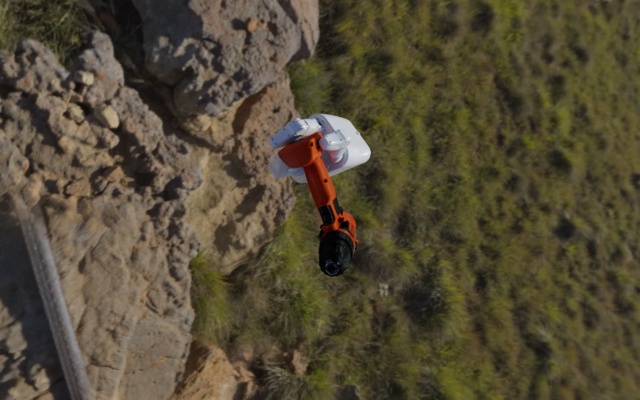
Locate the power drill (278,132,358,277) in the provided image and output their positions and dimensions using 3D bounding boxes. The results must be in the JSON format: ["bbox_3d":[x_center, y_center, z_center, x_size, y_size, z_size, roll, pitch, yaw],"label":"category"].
[{"bbox_3d":[0.000,0.002,0.695,0.057,0.188,0.184,-18,13,10],"label":"power drill"}]
